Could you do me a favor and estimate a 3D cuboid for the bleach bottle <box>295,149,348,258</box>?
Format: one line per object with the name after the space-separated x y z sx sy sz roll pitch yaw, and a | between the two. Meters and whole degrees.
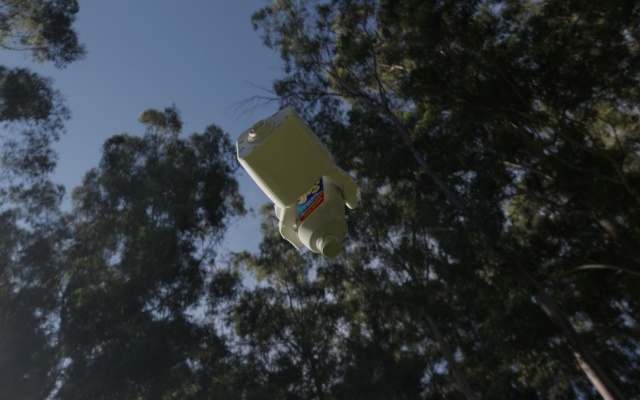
0.000 0.003 0.792 0.102 0.068 0.250 -34 32 9 | bleach bottle
